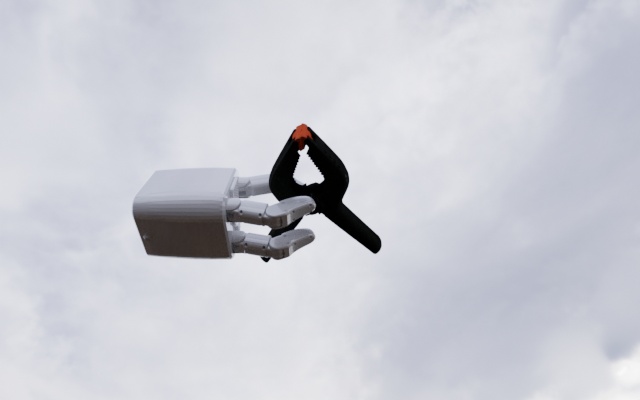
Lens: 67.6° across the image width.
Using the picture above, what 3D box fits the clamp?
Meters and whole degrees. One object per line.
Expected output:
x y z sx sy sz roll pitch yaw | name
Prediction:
0.000 0.001 0.586 0.164 0.210 0.036 -1 42 -2 | clamp
